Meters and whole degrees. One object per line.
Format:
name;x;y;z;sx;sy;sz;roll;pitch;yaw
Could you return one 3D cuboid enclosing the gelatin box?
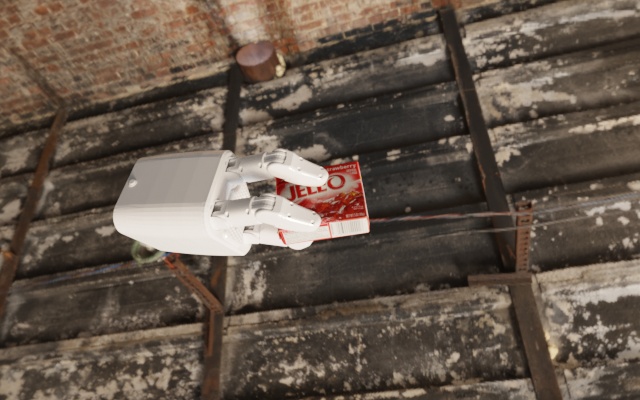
gelatin box;0.000;0.002;0.482;0.089;0.073;0.030;-9;-38;3
